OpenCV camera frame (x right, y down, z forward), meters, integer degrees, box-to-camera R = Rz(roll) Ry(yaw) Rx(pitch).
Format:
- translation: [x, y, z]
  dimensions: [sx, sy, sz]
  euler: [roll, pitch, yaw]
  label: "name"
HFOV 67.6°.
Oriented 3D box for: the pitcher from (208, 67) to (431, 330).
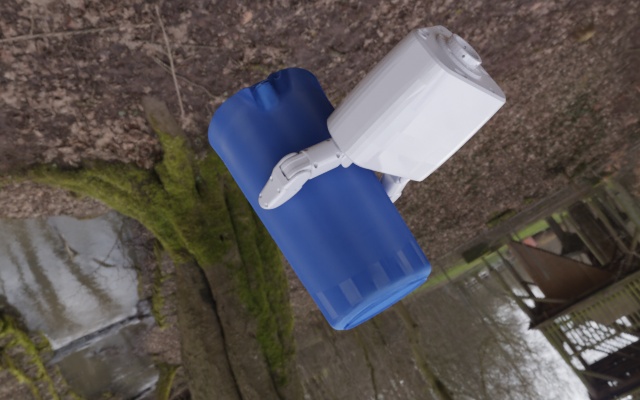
- translation: [0.000, 0.001, 0.485]
  dimensions: [0.149, 0.242, 0.145]
  euler: [-8, -30, -50]
  label: "pitcher"
